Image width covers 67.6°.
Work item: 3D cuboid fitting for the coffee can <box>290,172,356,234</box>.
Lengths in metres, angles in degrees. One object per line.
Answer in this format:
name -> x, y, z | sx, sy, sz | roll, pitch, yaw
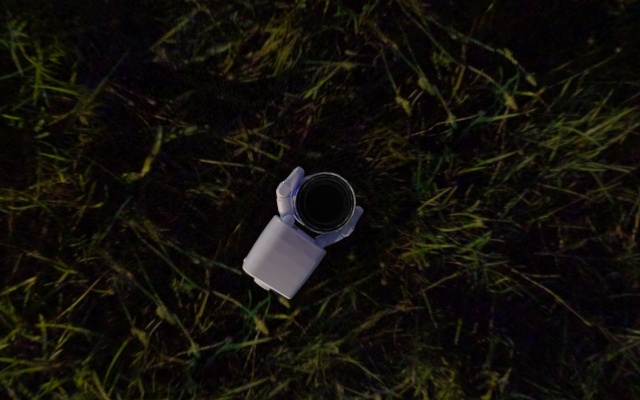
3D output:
coffee can -> 0.000, 0.003, 0.854 | 0.103, 0.103, 0.140 | 0, 1, -7
